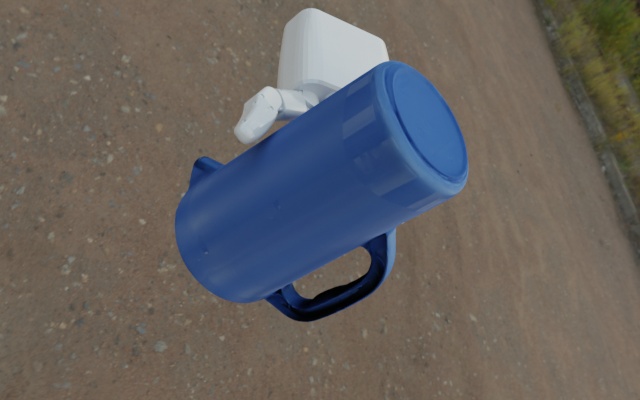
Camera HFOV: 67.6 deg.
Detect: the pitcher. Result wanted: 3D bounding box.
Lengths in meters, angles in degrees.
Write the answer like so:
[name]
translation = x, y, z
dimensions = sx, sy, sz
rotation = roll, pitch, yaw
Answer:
[pitcher]
translation = 0.000, 0.001, 0.407
dimensions = 0.149, 0.145, 0.243
rotation = 27, -41, -36
